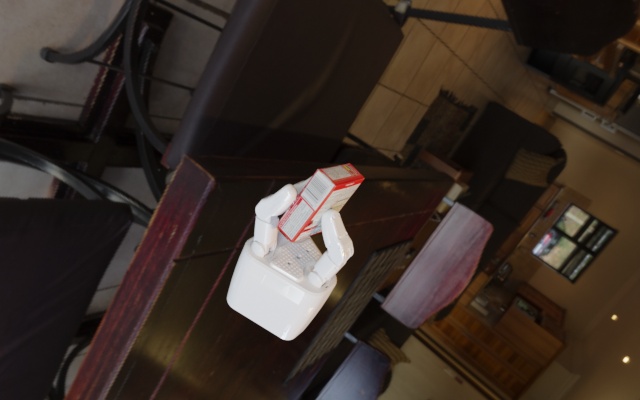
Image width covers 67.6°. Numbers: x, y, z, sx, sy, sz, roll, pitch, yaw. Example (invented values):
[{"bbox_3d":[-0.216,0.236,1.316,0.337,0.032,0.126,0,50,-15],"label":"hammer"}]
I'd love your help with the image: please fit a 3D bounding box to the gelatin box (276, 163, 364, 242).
[{"bbox_3d":[0.001,0.002,0.532,0.030,0.089,0.073,45,27,16],"label":"gelatin box"}]
